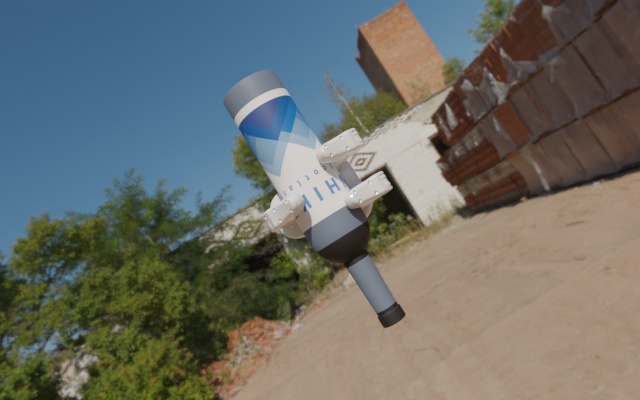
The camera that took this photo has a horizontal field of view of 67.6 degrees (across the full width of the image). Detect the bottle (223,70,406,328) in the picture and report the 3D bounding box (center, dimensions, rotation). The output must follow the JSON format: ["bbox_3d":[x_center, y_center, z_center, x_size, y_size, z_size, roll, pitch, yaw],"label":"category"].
[{"bbox_3d":[0.000,0.001,0.510,0.069,0.295,0.069,-32,-5,-3],"label":"bottle"}]
